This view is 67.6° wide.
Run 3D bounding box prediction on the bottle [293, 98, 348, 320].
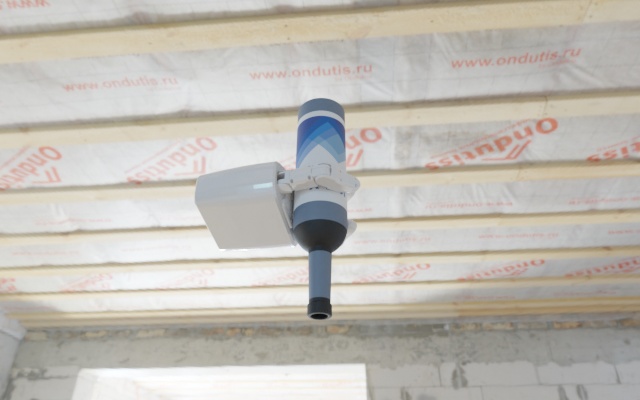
[{"bbox_3d":[0.000,0.002,0.598,0.069,0.295,0.069,0,-32,0],"label":"bottle"}]
